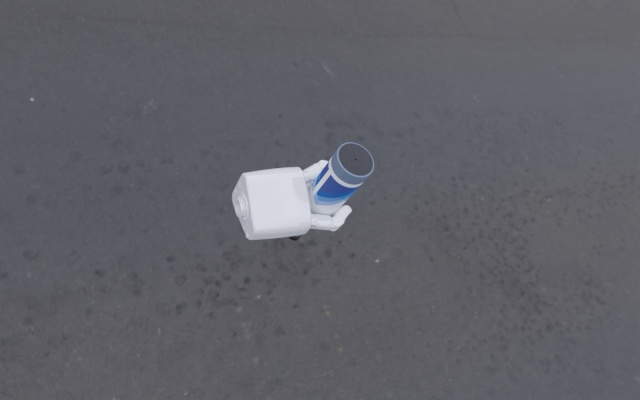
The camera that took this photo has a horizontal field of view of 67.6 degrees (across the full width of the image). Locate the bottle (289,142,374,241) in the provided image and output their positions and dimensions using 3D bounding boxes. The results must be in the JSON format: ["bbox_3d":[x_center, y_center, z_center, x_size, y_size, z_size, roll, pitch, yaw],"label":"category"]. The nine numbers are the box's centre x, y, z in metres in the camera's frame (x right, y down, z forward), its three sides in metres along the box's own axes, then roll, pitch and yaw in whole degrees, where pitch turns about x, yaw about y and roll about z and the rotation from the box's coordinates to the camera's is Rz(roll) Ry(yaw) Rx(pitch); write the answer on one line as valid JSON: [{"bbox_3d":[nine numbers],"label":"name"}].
[{"bbox_3d":[0.000,0.003,0.880,0.069,0.069,0.296,0,-28,-26],"label":"bottle"}]
